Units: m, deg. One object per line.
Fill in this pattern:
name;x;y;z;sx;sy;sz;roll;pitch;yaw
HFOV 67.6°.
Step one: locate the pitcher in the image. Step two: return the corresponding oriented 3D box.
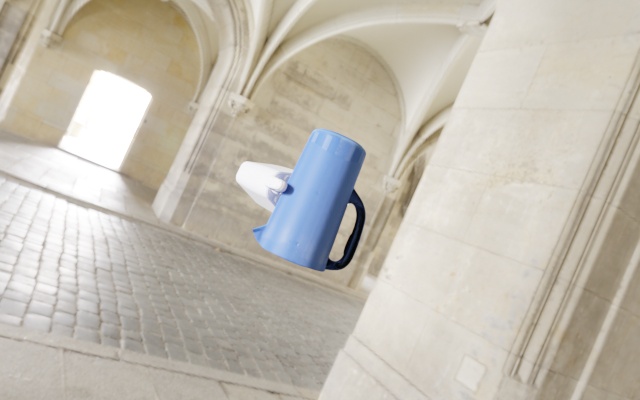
pitcher;0.000;0.003;0.874;0.145;0.243;0.149;22;-3;40
